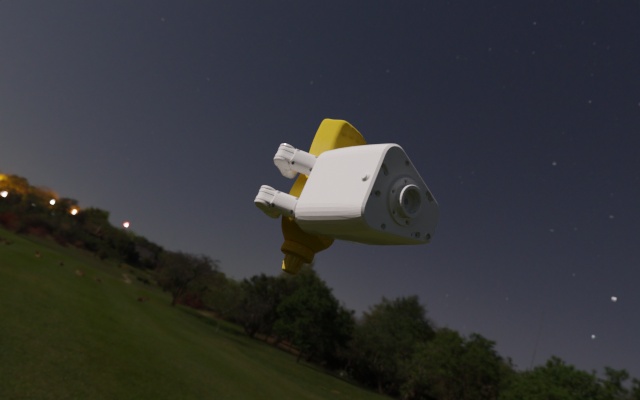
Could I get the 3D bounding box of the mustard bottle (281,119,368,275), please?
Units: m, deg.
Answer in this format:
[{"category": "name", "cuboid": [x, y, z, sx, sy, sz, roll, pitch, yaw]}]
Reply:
[{"category": "mustard bottle", "cuboid": [0.000, 0.002, 0.592, 0.058, 0.191, 0.096, 12, -22, 31]}]
